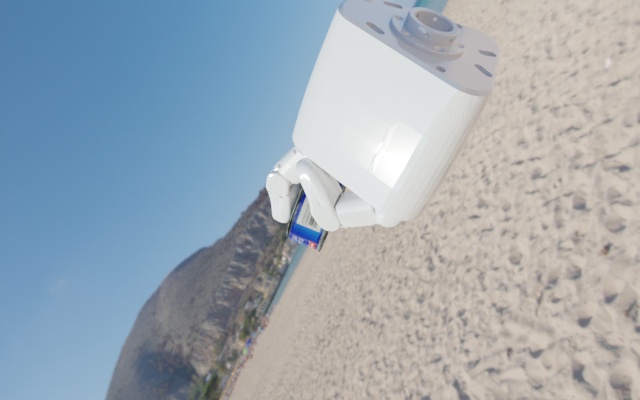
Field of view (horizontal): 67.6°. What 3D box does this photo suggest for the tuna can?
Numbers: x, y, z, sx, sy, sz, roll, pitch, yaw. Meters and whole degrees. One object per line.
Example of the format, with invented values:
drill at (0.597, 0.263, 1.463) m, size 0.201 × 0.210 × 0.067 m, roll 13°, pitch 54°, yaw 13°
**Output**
tuna can at (0.000, 0.001, 0.439) m, size 0.034 × 0.086 × 0.086 m, roll 22°, pitch 1°, yaw 4°
